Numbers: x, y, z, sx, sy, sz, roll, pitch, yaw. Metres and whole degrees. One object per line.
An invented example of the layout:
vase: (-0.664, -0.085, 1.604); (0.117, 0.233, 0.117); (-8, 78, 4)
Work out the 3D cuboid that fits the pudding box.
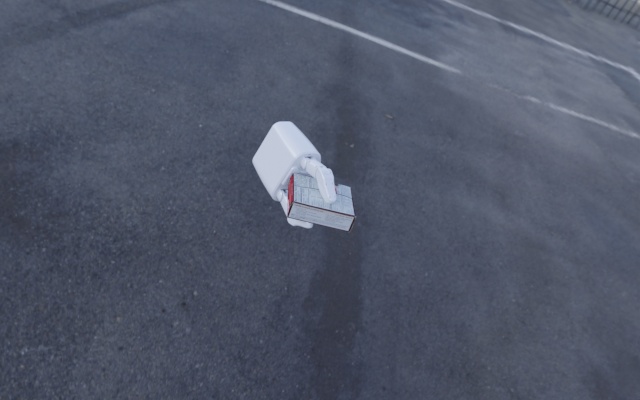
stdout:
pudding box: (0.000, 0.002, 0.813); (0.113, 0.039, 0.090); (13, 35, -11)
